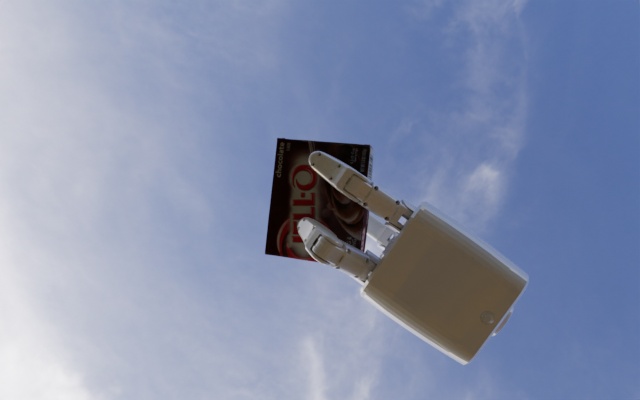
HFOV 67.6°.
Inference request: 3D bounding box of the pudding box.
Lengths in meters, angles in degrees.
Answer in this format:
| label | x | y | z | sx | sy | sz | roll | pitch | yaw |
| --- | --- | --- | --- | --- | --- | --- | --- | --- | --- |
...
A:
| label | x | y | z | sx | sy | sz | roll | pitch | yaw |
| --- | --- | --- | --- | --- | --- | --- | --- | --- | --- |
| pudding box | 0.000 | 0.001 | 0.448 | 0.090 | 0.113 | 0.039 | 6 | -1 | 15 |
